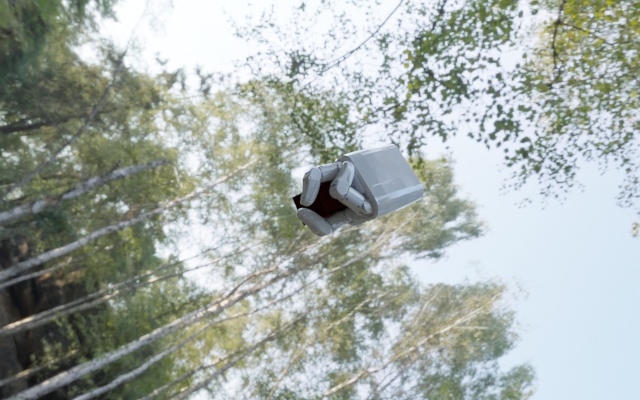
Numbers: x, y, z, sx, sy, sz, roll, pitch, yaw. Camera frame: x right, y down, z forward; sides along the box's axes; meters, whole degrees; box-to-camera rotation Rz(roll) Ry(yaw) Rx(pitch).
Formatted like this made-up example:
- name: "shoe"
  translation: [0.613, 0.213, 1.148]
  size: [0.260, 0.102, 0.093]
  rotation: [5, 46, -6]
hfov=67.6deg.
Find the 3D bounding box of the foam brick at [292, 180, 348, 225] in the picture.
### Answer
- name: "foam brick"
  translation: [0.000, 0.003, 0.771]
  size: [0.051, 0.053, 0.078]
  rotation: [-19, -4, -31]
